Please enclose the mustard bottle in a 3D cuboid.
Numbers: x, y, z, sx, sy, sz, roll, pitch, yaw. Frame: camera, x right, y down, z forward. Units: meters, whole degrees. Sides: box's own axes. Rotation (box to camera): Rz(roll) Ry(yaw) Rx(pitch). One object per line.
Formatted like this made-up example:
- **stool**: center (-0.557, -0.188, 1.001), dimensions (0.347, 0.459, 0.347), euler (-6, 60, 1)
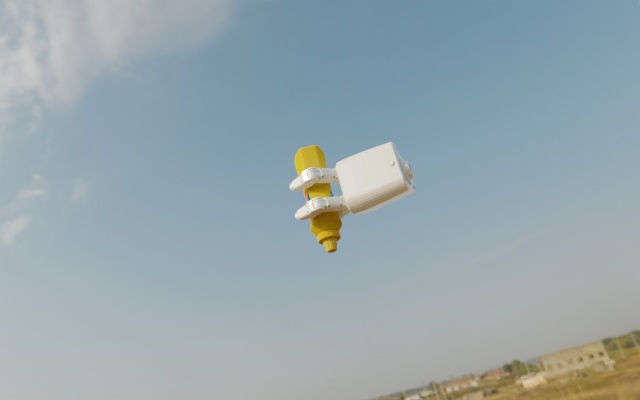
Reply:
- **mustard bottle**: center (0.000, 0.003, 0.864), dimensions (0.058, 0.191, 0.096), euler (-12, -24, -5)
